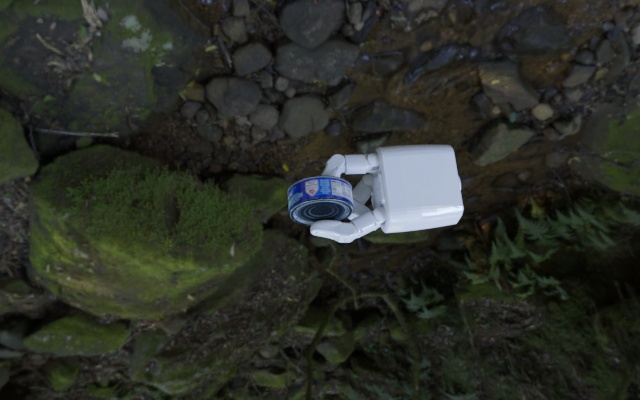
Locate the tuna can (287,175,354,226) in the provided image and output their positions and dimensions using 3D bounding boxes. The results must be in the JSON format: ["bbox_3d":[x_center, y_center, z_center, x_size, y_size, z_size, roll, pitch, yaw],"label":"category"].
[{"bbox_3d":[0.000,0.003,0.624,0.086,0.033,0.086,-4,-26,-2],"label":"tuna can"}]
